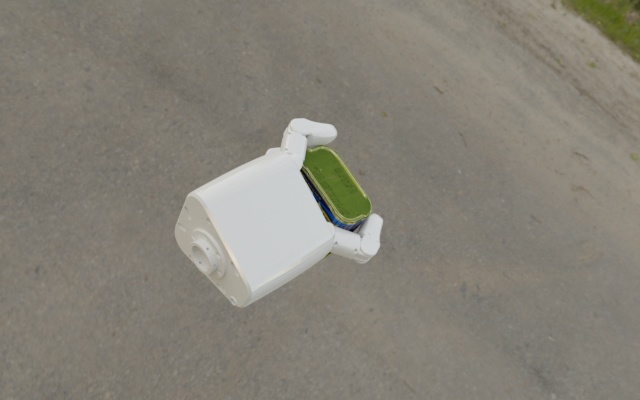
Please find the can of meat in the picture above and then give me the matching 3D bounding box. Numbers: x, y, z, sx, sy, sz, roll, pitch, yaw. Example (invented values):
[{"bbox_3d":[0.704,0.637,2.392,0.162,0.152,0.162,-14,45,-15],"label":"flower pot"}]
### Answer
[{"bbox_3d":[0.000,0.002,0.532,0.057,0.102,0.084,-24,-18,-38],"label":"can of meat"}]
